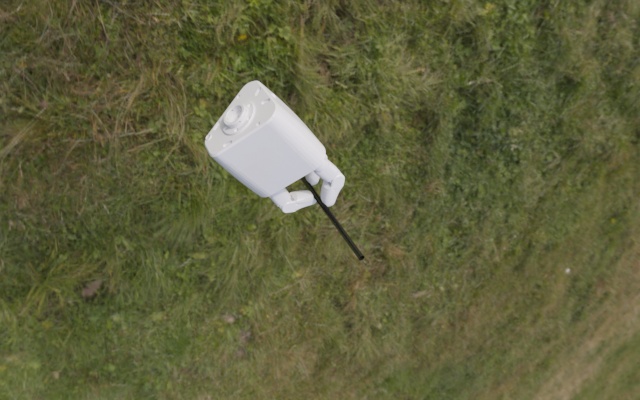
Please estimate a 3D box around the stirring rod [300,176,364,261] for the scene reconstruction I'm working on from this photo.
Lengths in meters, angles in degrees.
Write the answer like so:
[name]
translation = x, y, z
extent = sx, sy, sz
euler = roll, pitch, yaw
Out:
[stirring rod]
translation = 0.000, 0.002, 0.691
extent = 0.011, 0.011, 0.239
euler = 0, 37, -33
